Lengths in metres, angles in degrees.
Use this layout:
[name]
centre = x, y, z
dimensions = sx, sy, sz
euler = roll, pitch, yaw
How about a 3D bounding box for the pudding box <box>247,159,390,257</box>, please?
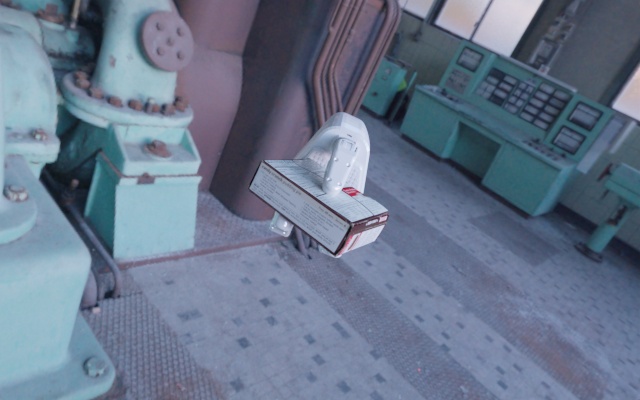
[pudding box]
centre = 0.000, 0.001, 0.461
dimensions = 0.113, 0.039, 0.090
euler = 34, 21, 23
